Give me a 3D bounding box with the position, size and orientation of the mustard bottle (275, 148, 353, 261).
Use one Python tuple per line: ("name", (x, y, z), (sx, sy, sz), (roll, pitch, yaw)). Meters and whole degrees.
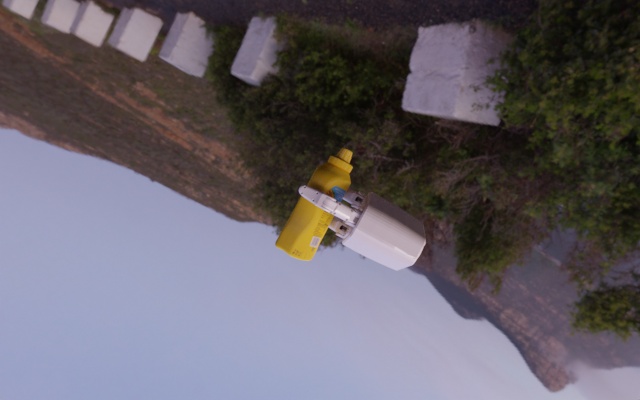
("mustard bottle", (0.000, 0.003, 0.777), (0.058, 0.191, 0.096), (29, 2, 24))
